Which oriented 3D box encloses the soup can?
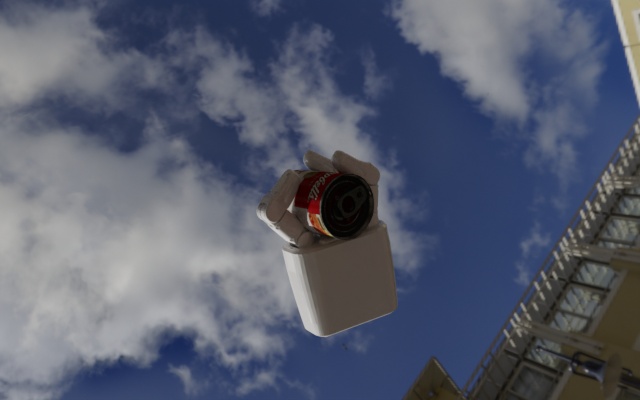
[{"bbox_3d":[0.000,0.001,0.520,0.068,0.068,0.102,0,6,-34],"label":"soup can"}]
